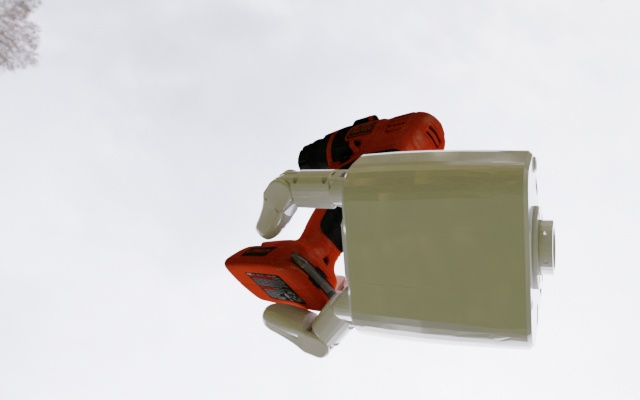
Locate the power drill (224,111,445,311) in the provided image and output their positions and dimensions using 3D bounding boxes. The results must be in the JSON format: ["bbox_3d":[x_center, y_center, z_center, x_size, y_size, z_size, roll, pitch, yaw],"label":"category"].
[{"bbox_3d":[0.000,0.002,0.422,0.057,0.187,0.184,47,-28,-22],"label":"power drill"}]
